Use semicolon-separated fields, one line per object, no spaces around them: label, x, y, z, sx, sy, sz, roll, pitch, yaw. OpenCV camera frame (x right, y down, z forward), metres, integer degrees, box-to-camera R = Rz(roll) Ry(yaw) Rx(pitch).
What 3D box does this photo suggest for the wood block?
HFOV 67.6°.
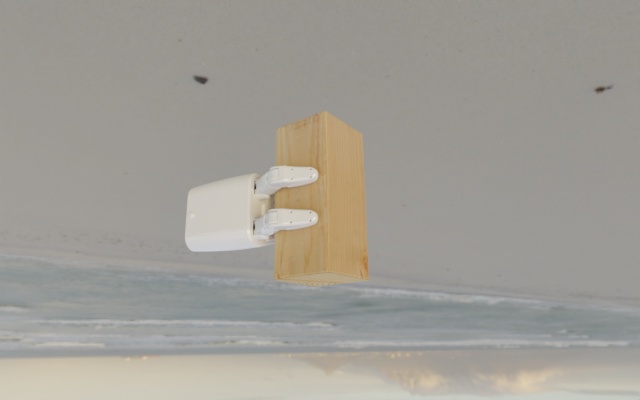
wood block;0.000;0.002;0.630;0.090;0.206;0.091;-14;-21;35
